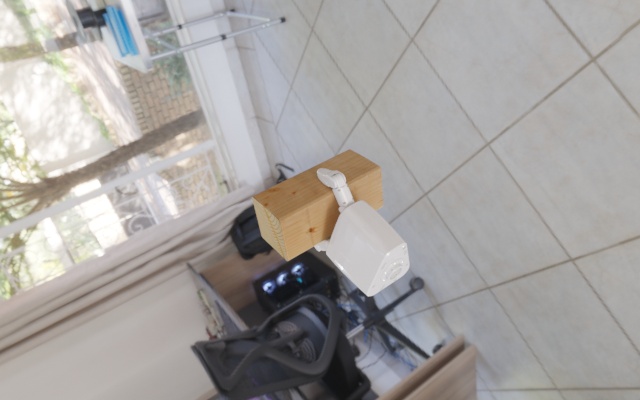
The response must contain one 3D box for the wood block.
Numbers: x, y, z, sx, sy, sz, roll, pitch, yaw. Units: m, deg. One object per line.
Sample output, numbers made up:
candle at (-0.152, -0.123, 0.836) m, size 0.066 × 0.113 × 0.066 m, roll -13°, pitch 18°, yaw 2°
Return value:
wood block at (0.000, 0.003, 0.821) m, size 0.206 × 0.091 × 0.090 m, roll -28°, pitch 41°, yaw -24°
